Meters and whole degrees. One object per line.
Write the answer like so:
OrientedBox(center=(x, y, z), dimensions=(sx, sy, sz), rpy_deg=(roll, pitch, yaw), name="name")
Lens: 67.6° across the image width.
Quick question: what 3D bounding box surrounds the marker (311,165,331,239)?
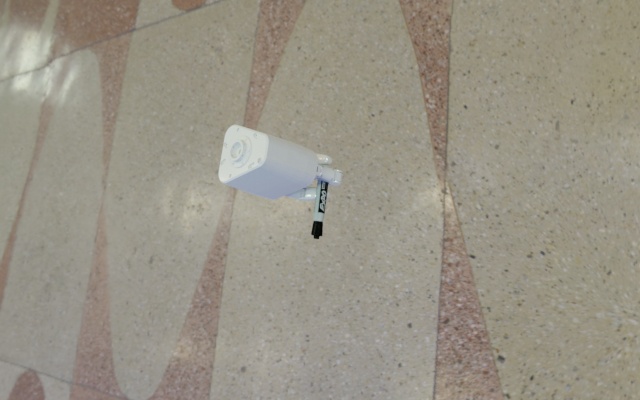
OrientedBox(center=(0.000, 0.003, 0.777), dimensions=(0.020, 0.121, 0.020), rpy_deg=(7, -9, 1), name="marker")
